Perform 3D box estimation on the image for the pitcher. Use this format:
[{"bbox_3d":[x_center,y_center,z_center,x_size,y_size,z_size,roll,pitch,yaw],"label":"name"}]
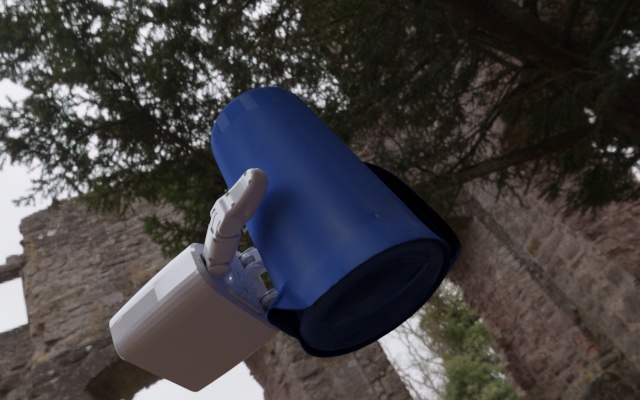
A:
[{"bbox_3d":[0.000,0.002,0.432,0.149,0.145,0.242,38,13,-52],"label":"pitcher"}]
